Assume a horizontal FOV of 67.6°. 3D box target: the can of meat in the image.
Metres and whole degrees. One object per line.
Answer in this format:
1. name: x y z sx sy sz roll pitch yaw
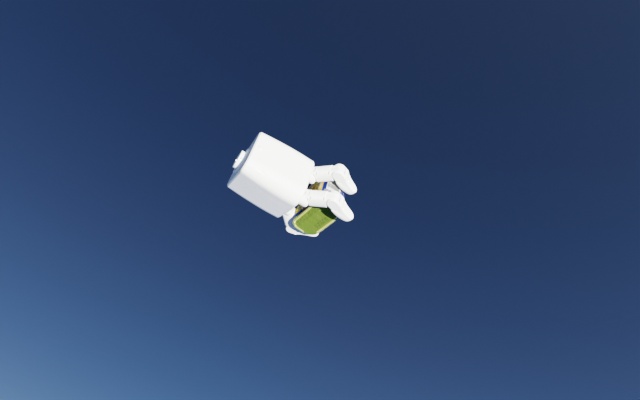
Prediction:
1. can of meat: 0.000 0.003 0.841 0.057 0.084 0.102 33 -45 -18
